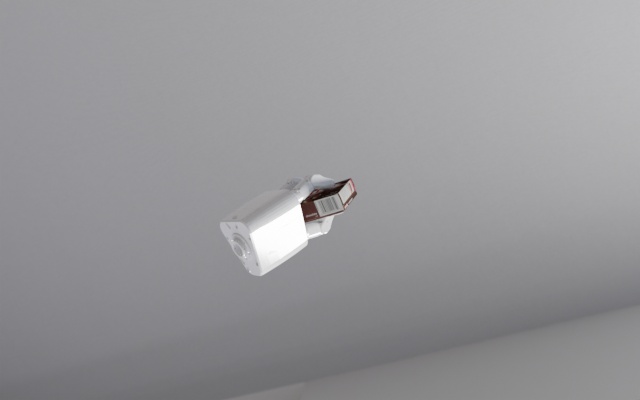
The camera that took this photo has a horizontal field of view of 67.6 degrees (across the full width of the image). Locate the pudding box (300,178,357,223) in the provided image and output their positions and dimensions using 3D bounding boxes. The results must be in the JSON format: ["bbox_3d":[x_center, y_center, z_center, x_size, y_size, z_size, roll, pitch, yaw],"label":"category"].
[{"bbox_3d":[0.000,0.003,0.857,0.113,0.039,0.090,-15,15,24],"label":"pudding box"}]
